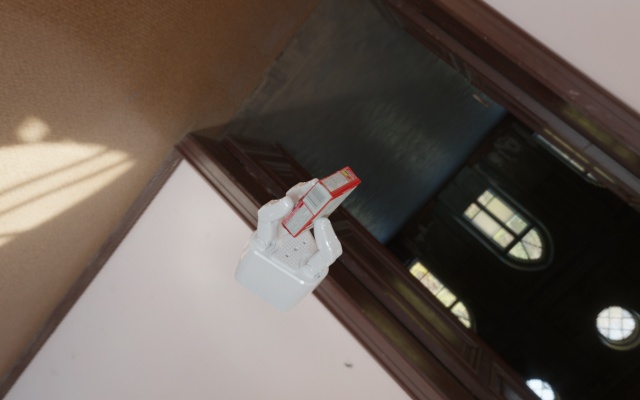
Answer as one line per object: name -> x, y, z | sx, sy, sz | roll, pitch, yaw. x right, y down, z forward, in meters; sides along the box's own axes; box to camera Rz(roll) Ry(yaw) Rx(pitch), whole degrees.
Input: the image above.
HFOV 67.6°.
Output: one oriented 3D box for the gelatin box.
gelatin box -> 0.001, 0.002, 0.601 | 0.089, 0.030, 0.073 | -47, -11, 36
